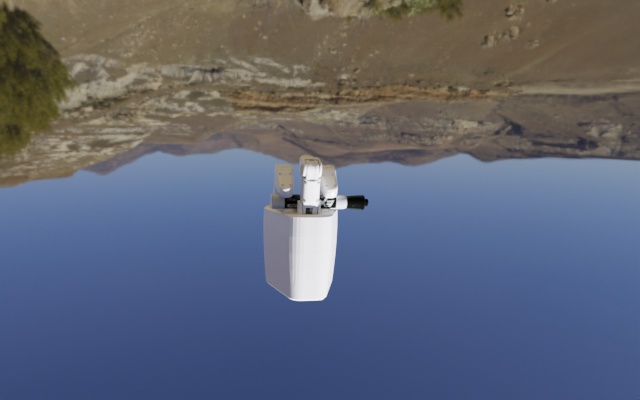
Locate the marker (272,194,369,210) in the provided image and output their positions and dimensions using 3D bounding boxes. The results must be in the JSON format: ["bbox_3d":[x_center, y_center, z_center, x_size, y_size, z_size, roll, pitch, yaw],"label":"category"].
[{"bbox_3d":[0.000,0.002,0.595,0.121,0.020,0.020,1,0,-9],"label":"marker"}]
